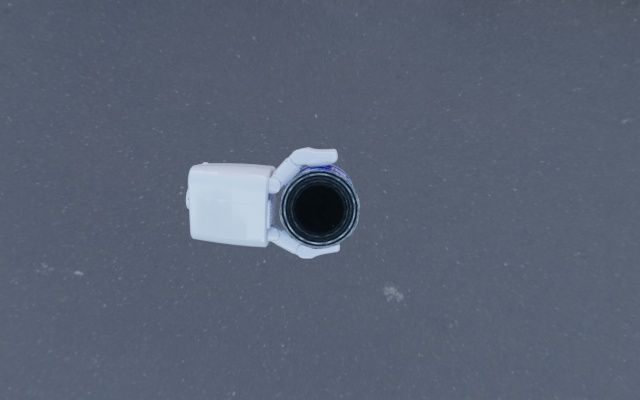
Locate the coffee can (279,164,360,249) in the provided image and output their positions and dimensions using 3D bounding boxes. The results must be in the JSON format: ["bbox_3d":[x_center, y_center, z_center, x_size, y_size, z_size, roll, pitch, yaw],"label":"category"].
[{"bbox_3d":[0.000,0.002,0.668,0.103,0.103,0.140,0,8,1],"label":"coffee can"}]
